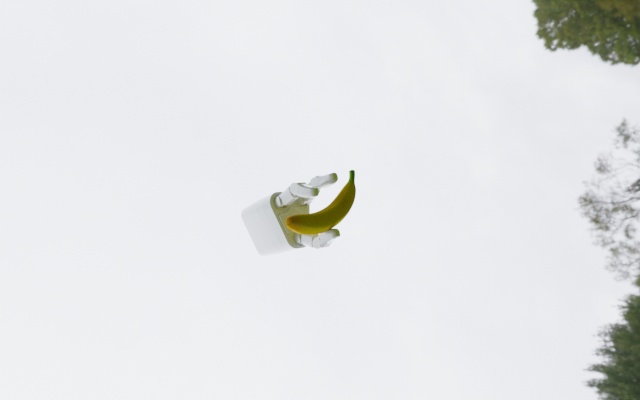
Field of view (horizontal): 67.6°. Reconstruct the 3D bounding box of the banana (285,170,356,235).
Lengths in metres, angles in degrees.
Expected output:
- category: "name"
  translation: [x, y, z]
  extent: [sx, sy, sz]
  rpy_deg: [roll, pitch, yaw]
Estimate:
- category: "banana"
  translation: [0.010, 0.018, 0.836]
  extent: [0.037, 0.070, 0.197]
  rpy_deg: [-11, 20, 43]
